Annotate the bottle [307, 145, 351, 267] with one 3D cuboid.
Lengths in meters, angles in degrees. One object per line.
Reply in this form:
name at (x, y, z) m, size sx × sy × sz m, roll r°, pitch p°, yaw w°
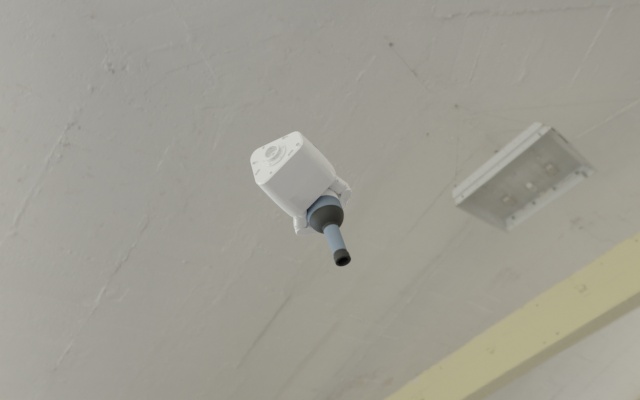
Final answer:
bottle at (0.000, 0.003, 0.888) m, size 0.069 × 0.069 × 0.295 m, roll 0°, pitch 41°, yaw -20°
